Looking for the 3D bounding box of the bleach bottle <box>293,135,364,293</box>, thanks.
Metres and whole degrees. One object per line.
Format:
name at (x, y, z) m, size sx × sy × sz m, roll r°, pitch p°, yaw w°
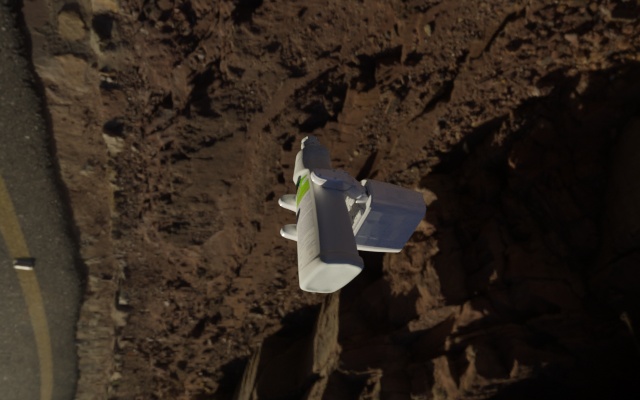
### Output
bleach bottle at (0.000, 0.002, 0.709) m, size 0.068 × 0.250 × 0.103 m, roll 10°, pitch -37°, yaw -25°
